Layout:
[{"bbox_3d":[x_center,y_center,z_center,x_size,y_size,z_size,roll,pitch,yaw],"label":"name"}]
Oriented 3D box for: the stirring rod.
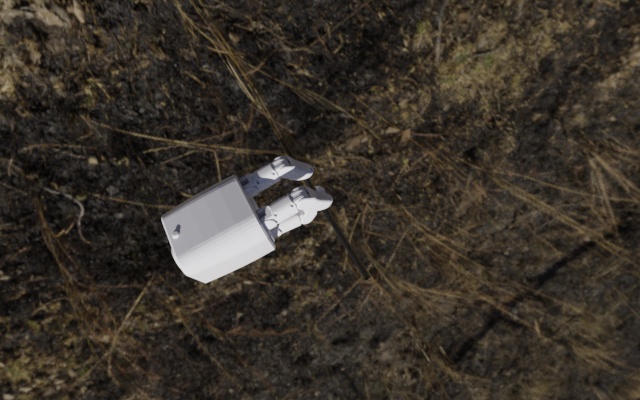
[{"bbox_3d":[0.000,0.002,0.611,0.011,0.239,0.011,-22,-33,-15],"label":"stirring rod"}]
